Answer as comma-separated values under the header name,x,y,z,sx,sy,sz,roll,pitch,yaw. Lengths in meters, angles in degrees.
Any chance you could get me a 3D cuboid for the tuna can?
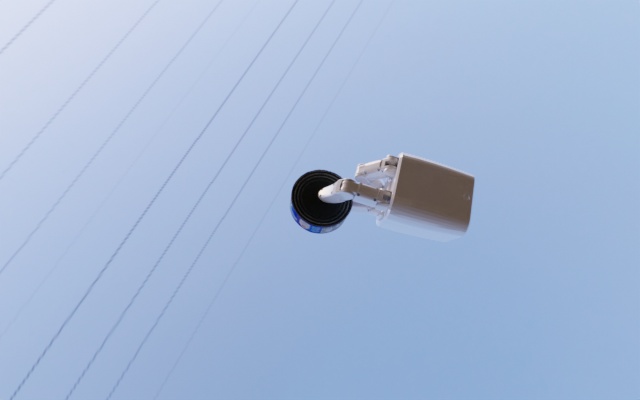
name,x,y,z,sx,sy,sz,roll,pitch,yaw
tuna can,0.000,0.002,0.666,0.086,0.086,0.034,0,-23,-9
